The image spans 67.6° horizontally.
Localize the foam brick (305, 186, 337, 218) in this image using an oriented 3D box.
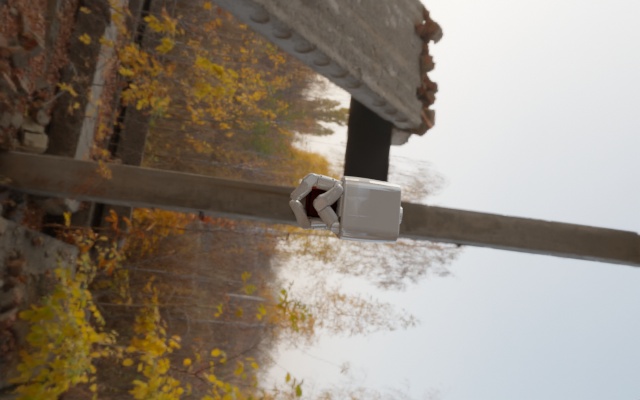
[{"bbox_3d":[0.000,0.003,0.894,0.051,0.053,0.078,5,6,-6],"label":"foam brick"}]
